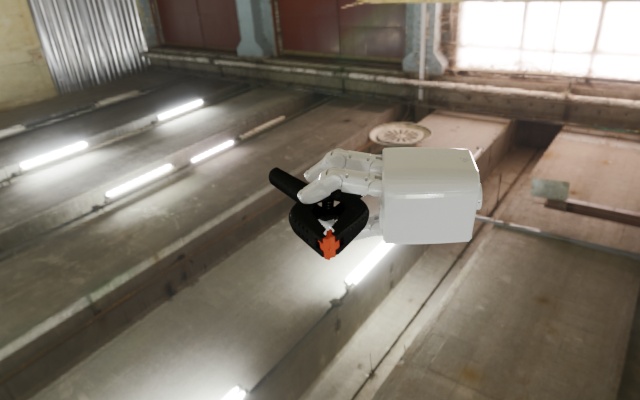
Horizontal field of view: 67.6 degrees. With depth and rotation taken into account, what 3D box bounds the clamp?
[{"bbox_3d":[0.000,0.003,0.594,0.164,0.036,0.210,-1,28,9],"label":"clamp"}]
